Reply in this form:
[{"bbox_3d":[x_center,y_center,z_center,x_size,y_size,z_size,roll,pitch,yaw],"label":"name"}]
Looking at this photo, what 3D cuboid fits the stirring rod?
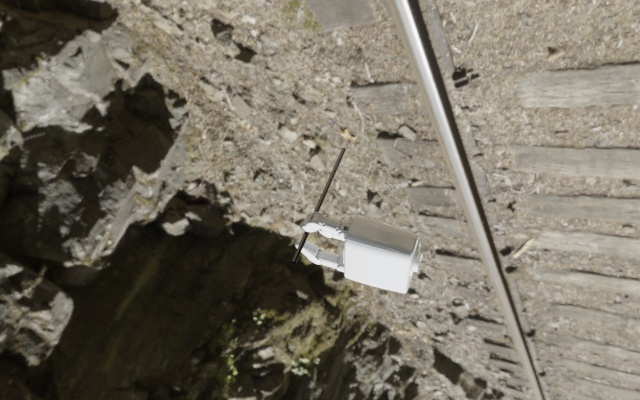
[{"bbox_3d":[0.000,0.003,0.831,0.011,0.239,0.011,19,-27,10],"label":"stirring rod"}]
